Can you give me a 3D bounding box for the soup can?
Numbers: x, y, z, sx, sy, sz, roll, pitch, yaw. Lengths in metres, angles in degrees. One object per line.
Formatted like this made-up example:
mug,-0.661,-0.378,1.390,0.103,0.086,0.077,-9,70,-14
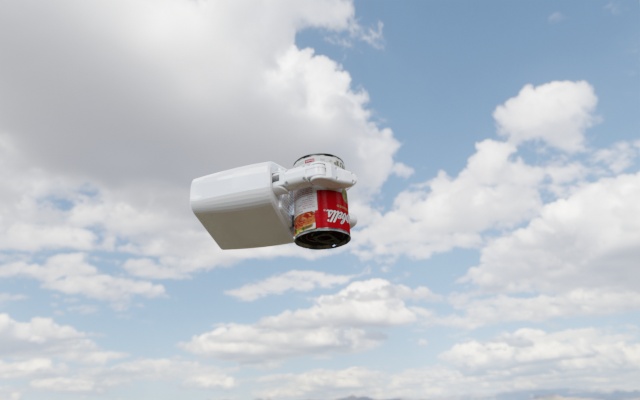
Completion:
soup can,0.001,0.002,0.587,0.068,0.102,0.068,-3,-25,-1
